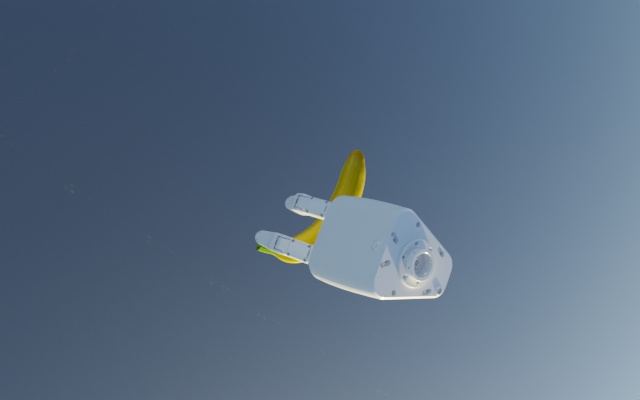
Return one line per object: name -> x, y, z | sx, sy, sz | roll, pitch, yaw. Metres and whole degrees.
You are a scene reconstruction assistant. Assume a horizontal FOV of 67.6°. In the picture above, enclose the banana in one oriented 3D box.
banana -> 0.008, 0.018, 0.634 | 0.197, 0.070, 0.037 | -46, 26, -20
